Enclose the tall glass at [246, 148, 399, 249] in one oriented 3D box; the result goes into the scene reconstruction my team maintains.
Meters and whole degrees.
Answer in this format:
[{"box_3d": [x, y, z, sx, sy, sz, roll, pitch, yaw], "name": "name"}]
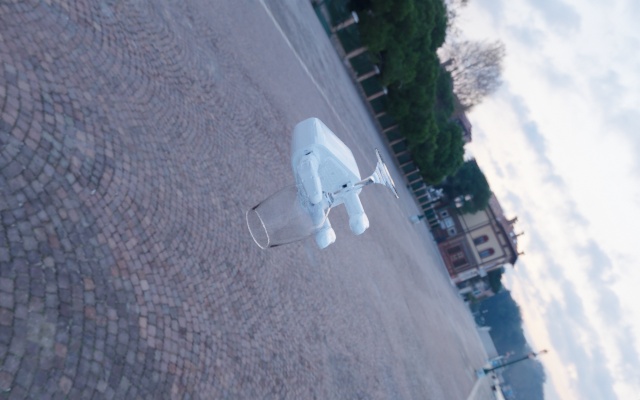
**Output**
[{"box_3d": [0.001, 0.002, 0.658, 0.201, 0.079, 0.079, -24, -5, 12], "name": "tall glass"}]
